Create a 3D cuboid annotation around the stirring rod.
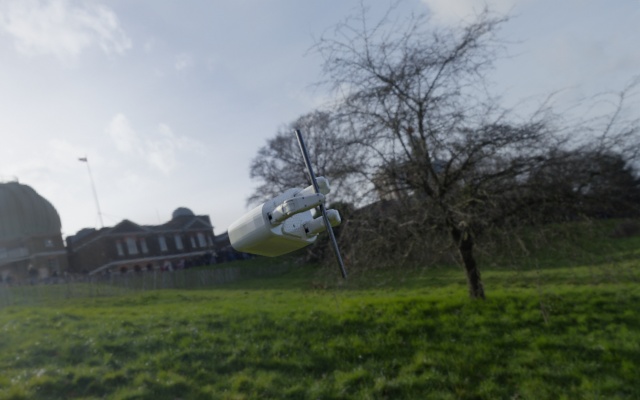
[{"bbox_3d":[0.000,0.003,0.729,0.011,0.239,0.011,-17,-11,-3],"label":"stirring rod"}]
